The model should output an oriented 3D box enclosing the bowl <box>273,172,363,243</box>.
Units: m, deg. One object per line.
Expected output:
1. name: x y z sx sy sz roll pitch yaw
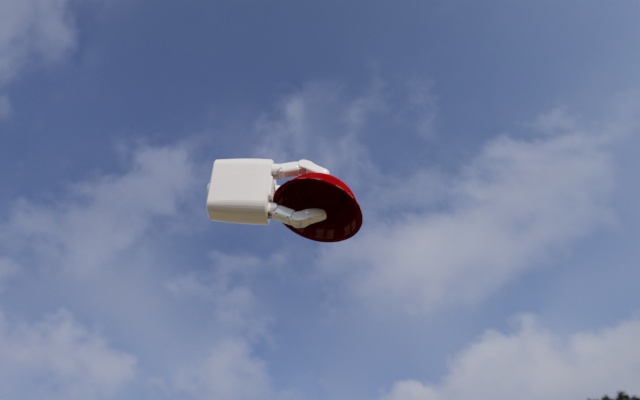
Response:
1. bowl: 0.002 0.003 0.846 0.162 0.055 0.162 11 -42 10
